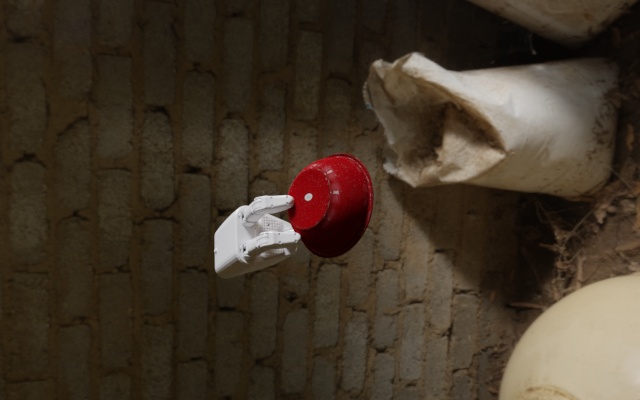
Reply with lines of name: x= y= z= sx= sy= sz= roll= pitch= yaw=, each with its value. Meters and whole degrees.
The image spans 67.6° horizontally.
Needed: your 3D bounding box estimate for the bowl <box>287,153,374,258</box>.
bowl: x=0.001 y=0.001 z=0.707 sx=0.162 sy=0.162 sz=0.055 roll=0 pitch=-11 yaw=45
